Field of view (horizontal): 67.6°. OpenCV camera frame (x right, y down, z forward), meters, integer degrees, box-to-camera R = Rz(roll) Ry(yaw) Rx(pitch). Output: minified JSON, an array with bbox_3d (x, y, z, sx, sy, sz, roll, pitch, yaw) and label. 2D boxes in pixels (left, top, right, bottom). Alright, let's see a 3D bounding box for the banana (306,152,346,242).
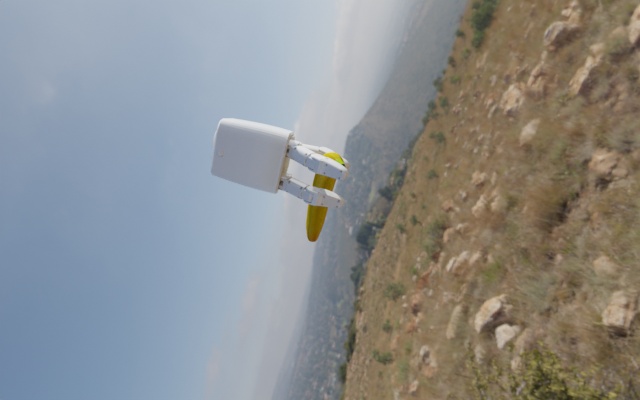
[{"bbox_3d":[0.003,-0.014,0.771,0.037,0.069,0.198,13,-41,-4],"label":"banana"}]
